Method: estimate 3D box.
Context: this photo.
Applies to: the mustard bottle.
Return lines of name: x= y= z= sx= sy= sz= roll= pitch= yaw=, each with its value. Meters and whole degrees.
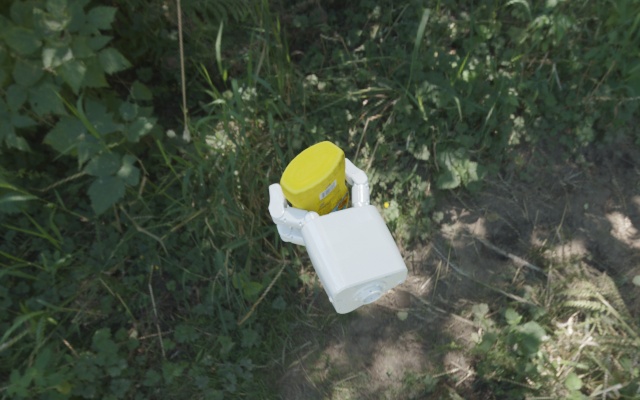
mustard bottle: x=0.000 y=0.002 z=0.712 sx=0.058 sy=0.096 sz=0.192 roll=37 pitch=-20 yaw=26
